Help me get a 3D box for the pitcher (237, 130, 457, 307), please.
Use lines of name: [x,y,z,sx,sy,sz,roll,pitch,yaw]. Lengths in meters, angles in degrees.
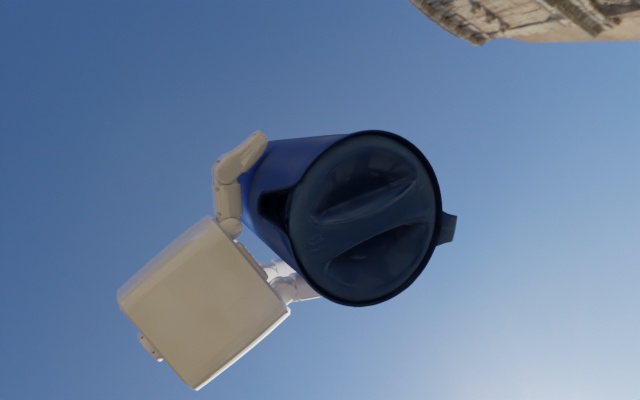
pitcher: [0.000,0.002,0.460,0.145,0.149,0.243,-40,22,-14]
